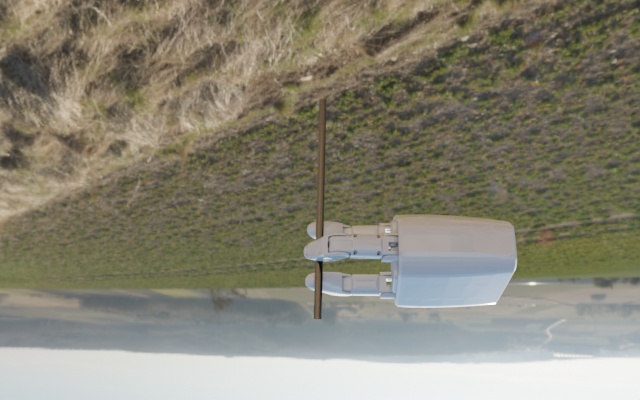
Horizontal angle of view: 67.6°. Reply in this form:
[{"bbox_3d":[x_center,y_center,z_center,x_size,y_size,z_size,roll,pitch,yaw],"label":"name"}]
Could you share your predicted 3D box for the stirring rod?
[{"bbox_3d":[0.000,0.002,0.505,0.011,0.239,0.011,1,-17,0],"label":"stirring rod"}]
